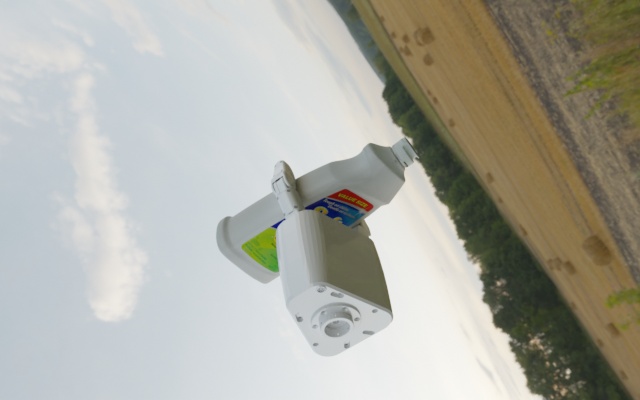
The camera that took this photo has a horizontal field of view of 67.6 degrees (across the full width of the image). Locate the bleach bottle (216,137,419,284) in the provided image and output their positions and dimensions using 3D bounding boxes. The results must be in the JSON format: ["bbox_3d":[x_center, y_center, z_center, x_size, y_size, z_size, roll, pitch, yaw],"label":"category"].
[{"bbox_3d":[0.000,0.002,0.575,0.251,0.103,0.068,-34,34,16],"label":"bleach bottle"}]
